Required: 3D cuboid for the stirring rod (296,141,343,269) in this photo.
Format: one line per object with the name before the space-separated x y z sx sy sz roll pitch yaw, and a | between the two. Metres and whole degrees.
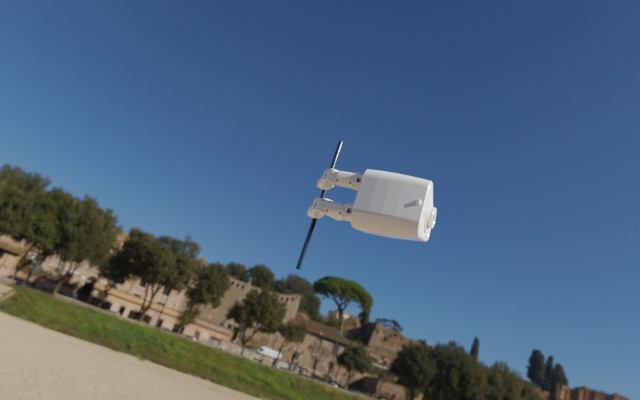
stirring rod | 0.000 0.003 0.807 0.011 0.239 0.011 16 -21 6
